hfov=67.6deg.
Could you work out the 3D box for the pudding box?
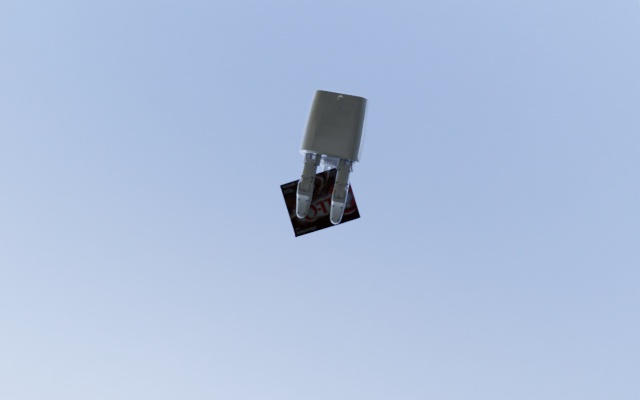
[{"bbox_3d":[0.000,0.003,0.783,0.113,0.090,0.039,-18,-5,2],"label":"pudding box"}]
